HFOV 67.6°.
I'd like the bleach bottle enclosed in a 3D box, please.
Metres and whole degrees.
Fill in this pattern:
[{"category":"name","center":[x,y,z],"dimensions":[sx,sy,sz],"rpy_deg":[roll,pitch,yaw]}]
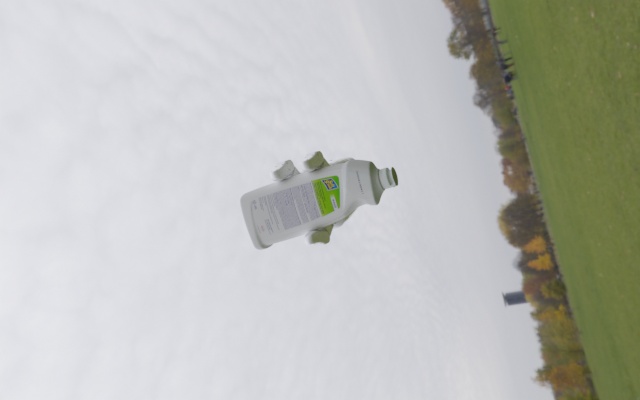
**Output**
[{"category":"bleach bottle","center":[0.000,0.002,0.747],"dimensions":[0.251,0.102,0.068],"rpy_deg":[-15,7,23]}]
